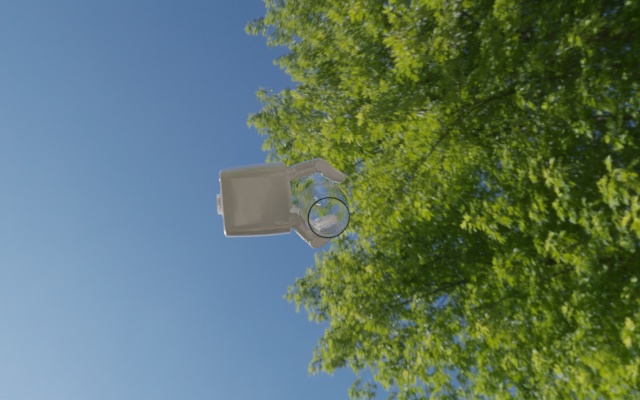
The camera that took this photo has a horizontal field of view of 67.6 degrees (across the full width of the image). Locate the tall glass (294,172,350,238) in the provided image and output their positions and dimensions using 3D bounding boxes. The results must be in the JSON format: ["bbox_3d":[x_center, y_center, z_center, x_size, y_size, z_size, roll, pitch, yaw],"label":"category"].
[{"bbox_3d":[0.000,0.002,0.778,0.079,0.079,0.201,0,13,-7],"label":"tall glass"}]
